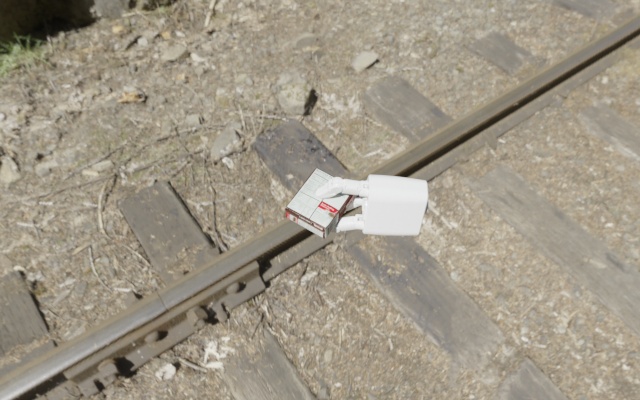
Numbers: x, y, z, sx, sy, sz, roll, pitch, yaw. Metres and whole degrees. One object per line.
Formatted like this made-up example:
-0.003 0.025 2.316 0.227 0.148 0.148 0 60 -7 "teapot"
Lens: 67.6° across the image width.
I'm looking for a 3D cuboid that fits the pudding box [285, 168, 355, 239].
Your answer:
0.000 0.003 0.894 0.090 0.113 0.039 28 -31 15 "pudding box"
